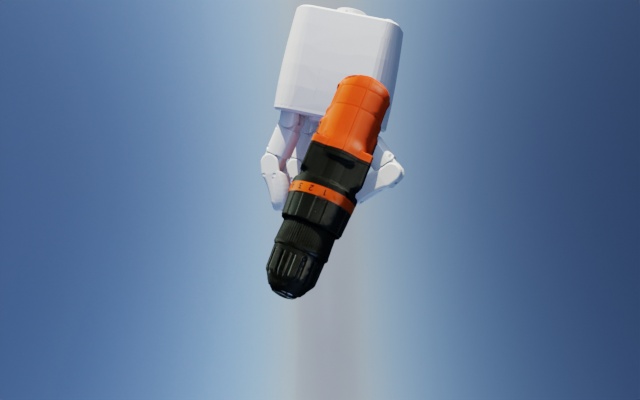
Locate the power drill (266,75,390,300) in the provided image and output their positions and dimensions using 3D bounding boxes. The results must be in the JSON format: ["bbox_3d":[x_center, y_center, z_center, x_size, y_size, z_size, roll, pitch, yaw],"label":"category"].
[{"bbox_3d":[0.000,0.001,0.435,0.057,0.184,0.188,24,-13,-2],"label":"power drill"}]
